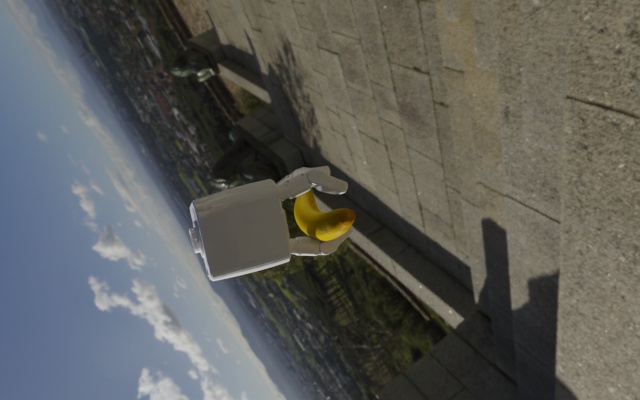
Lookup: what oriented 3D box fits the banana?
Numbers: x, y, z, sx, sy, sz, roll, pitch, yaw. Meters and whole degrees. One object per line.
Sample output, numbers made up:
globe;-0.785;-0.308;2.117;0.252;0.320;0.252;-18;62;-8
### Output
banana;-0.004;0.019;0.661;0.037;0.070;0.197;4;15;-20
